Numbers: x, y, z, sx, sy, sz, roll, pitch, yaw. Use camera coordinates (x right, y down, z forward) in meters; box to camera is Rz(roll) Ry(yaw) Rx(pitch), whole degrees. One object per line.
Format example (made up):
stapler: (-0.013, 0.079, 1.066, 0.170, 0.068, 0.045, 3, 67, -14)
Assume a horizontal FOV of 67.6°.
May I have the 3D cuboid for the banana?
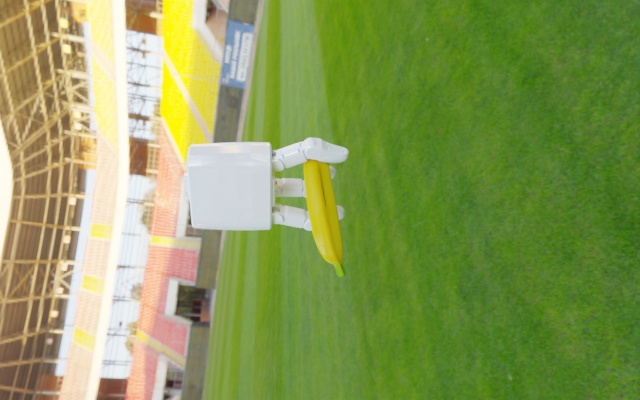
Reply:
banana: (0.000, -0.002, 0.621, 0.037, 0.197, 0.070, -8, -23, -2)
